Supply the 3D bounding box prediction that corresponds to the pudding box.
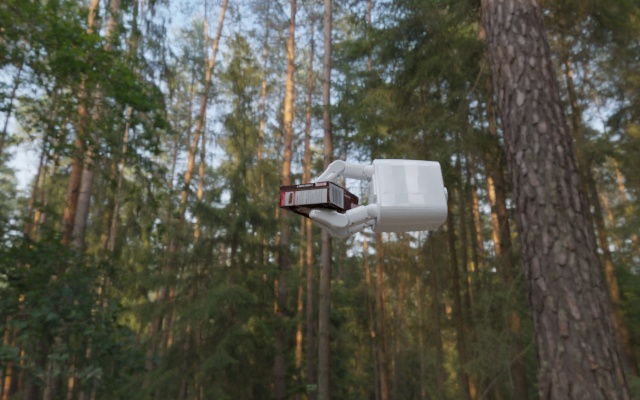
[{"bbox_3d":[0.000,0.002,0.762,0.090,0.039,0.113,-6,-17,27],"label":"pudding box"}]
